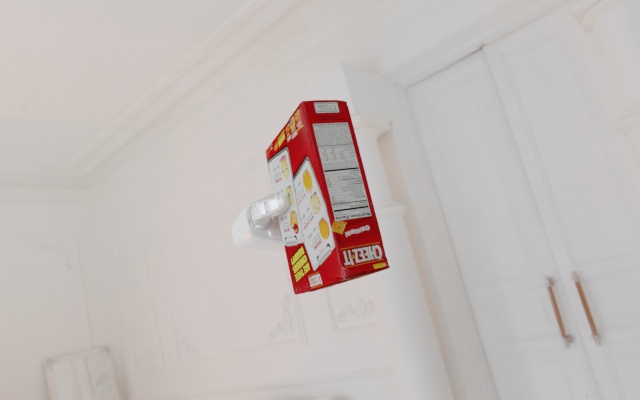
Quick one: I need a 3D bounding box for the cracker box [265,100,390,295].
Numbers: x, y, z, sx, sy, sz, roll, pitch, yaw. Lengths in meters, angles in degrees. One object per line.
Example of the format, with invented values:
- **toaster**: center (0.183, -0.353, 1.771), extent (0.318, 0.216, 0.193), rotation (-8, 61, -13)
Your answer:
- **cracker box**: center (0.000, 0.002, 0.618), extent (0.072, 0.213, 0.164), rotation (-8, -13, -25)
